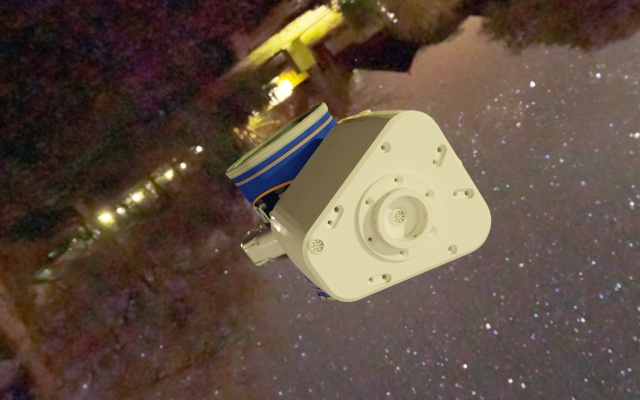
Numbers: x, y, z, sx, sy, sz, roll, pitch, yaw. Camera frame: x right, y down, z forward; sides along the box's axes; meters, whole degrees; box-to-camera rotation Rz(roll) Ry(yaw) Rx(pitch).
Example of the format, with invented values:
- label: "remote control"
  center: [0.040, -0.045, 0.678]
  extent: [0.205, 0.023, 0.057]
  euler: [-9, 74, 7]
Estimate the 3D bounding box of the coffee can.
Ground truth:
- label: "coffee can"
  center: [0.000, 0.001, 0.420]
  extent: [0.103, 0.140, 0.102]
  euler: [-34, 13, 9]
